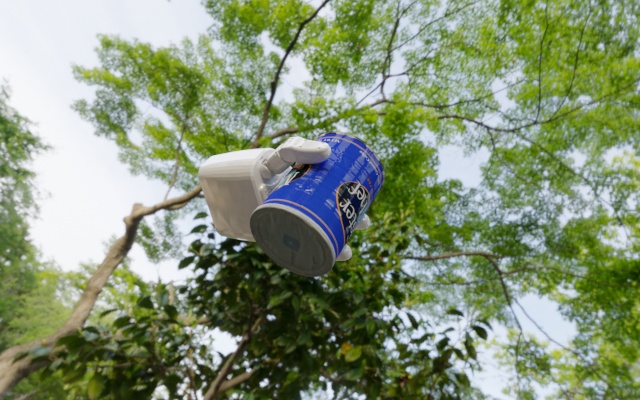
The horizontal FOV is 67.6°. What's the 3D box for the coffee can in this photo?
[{"bbox_3d":[0.000,0.002,0.548,0.103,0.103,0.140,0,40,37],"label":"coffee can"}]
